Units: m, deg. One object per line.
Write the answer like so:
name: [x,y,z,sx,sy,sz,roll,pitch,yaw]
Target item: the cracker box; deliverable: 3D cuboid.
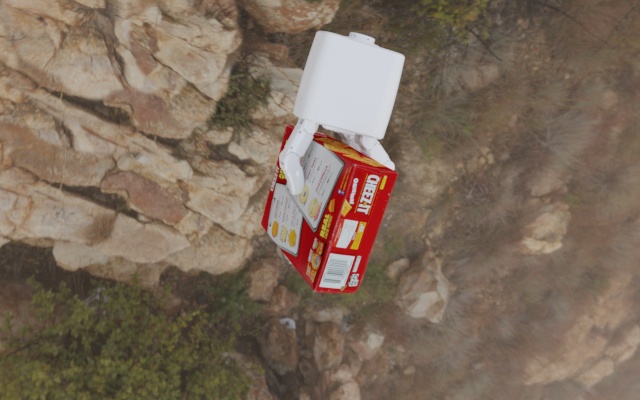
cracker box: [0.000,0.002,0.648,0.072,0.164,0.213,9,16,-28]
